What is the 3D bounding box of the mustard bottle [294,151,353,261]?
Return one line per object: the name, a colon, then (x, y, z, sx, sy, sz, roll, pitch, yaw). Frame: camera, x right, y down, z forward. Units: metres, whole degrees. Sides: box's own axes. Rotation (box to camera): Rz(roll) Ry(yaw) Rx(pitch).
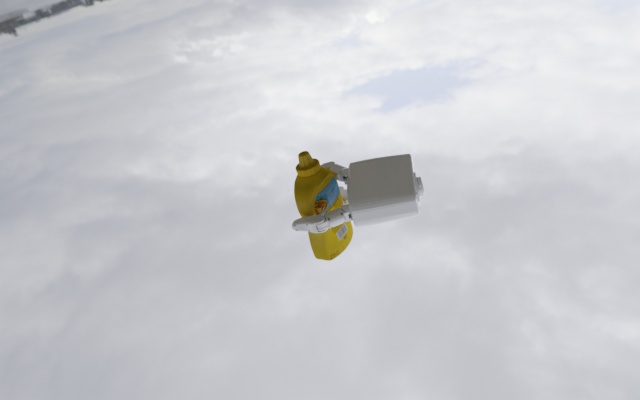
mustard bottle: (0.000, 0.003, 0.814, 0.058, 0.192, 0.096, 5, 38, 35)
